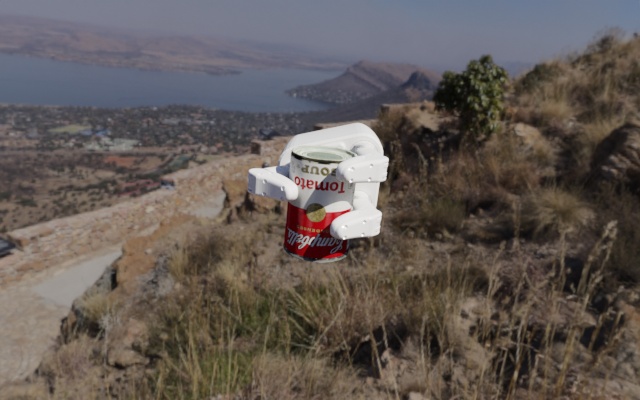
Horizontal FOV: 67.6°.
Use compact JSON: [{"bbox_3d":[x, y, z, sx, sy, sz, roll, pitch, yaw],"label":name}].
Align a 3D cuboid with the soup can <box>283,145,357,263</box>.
[{"bbox_3d":[0.000,0.001,0.477,0.068,0.102,0.068,5,18,-2],"label":"soup can"}]
